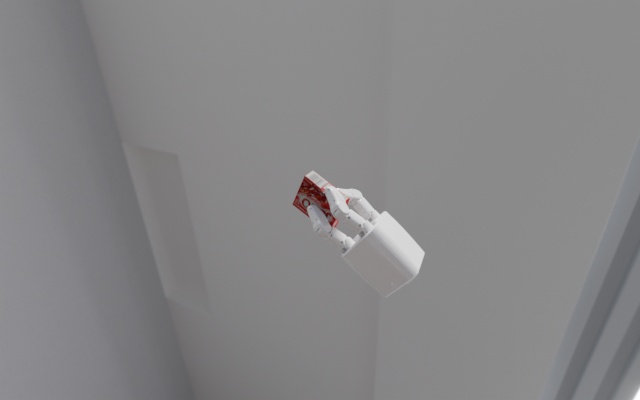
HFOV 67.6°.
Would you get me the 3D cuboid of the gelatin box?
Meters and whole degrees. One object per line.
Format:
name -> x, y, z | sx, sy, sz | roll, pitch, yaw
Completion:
gelatin box -> 0.000, 0.002, 0.848 | 0.089, 0.073, 0.030 | 38, 41, 15
